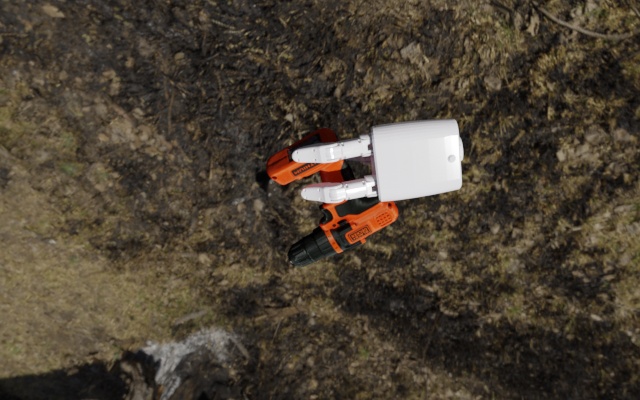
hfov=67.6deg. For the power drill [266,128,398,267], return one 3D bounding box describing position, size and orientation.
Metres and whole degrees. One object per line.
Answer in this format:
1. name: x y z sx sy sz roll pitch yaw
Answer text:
1. power drill: 0.000 0.002 0.692 0.184 0.188 0.057 -30 36 7
